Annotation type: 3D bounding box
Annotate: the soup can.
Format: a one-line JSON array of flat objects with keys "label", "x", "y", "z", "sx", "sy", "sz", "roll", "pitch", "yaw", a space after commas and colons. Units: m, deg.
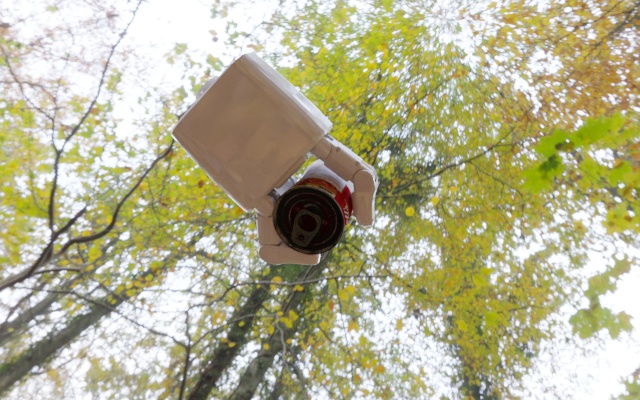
[{"label": "soup can", "x": 0.001, "y": 0.002, "z": 0.479, "sx": 0.068, "sy": 0.068, "sz": 0.102, "roll": 0, "pitch": 21, "yaw": 15}]
